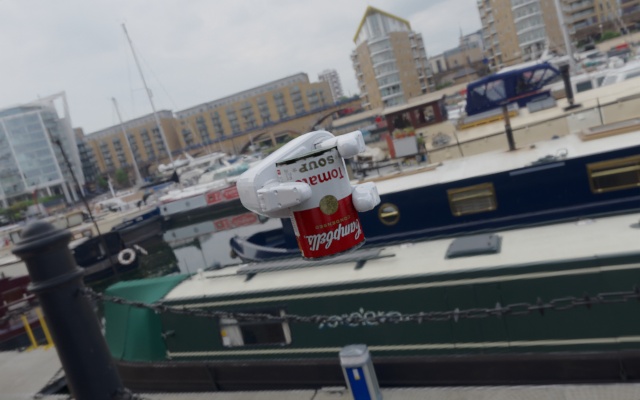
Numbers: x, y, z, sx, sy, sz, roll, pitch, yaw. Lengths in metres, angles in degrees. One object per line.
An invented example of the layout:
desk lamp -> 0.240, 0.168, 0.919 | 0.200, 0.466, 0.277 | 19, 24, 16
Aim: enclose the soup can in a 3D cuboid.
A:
soup can -> 0.000, 0.001, 0.482 | 0.068, 0.102, 0.068 | -16, 8, 2
